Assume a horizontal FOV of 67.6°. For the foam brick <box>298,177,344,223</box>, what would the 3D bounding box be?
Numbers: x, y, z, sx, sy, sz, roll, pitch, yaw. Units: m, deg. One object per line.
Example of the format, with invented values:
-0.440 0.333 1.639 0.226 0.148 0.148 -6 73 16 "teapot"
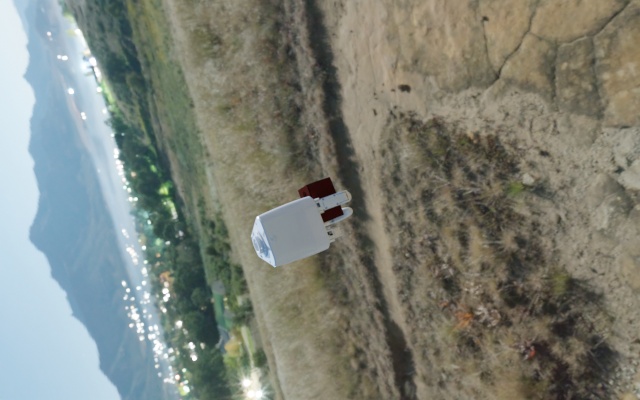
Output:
0.000 0.003 0.891 0.051 0.078 0.053 -19 -3 -22 "foam brick"
